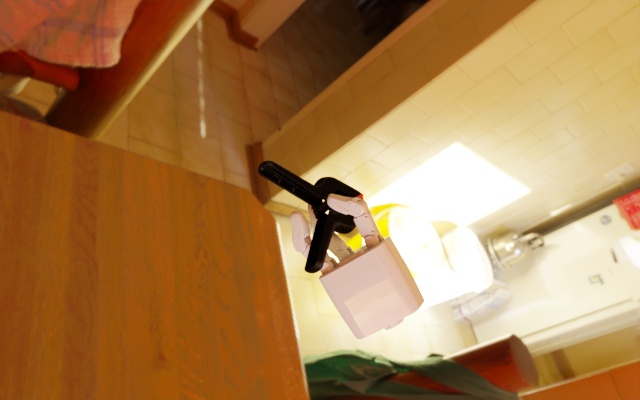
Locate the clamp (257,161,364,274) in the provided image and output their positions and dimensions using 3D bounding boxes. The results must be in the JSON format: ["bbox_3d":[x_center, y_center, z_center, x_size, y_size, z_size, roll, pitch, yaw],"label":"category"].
[{"bbox_3d":[0.001,0.002,0.707,0.036,0.164,0.210,-31,-3,32],"label":"clamp"}]
